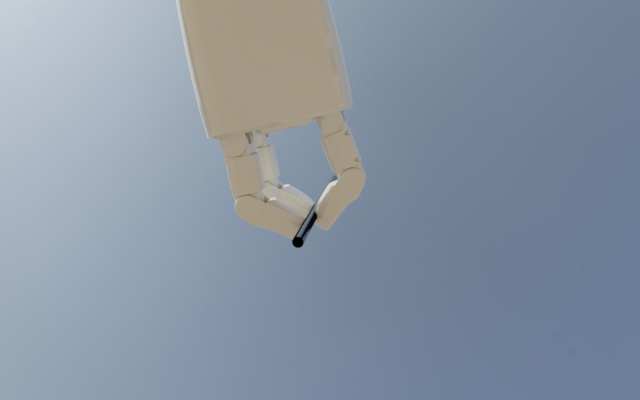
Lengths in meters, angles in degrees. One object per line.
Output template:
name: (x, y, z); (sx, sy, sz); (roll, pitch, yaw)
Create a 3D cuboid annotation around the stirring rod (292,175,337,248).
stirring rod: (0.000, 0.001, 0.439); (0.011, 0.011, 0.239); (0, 13, 8)
